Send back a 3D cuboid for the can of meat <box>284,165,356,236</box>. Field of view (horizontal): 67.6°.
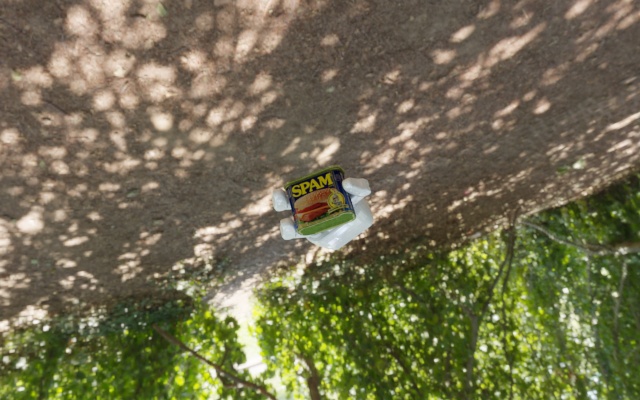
[{"bbox_3d":[0.000,0.003,0.771,0.102,0.084,0.057,-20,-21,12],"label":"can of meat"}]
